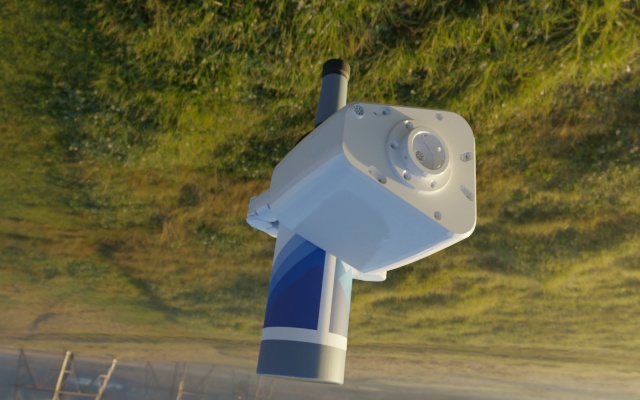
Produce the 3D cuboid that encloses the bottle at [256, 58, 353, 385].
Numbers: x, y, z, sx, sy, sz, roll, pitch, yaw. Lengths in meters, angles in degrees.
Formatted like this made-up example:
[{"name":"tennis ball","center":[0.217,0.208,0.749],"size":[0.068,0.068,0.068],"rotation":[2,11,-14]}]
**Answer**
[{"name":"bottle","center":[0.000,0.002,0.419],"size":[0.069,0.295,0.069],"rotation":[6,-23,2]}]
